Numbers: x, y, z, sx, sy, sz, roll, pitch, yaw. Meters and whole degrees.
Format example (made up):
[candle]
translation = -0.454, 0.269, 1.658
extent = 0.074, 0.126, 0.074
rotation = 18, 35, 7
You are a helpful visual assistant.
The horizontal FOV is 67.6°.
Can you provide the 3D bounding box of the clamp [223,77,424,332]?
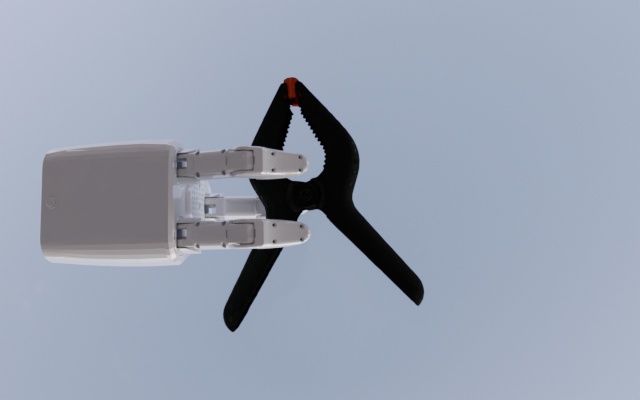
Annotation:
[clamp]
translation = 0.000, 0.001, 0.401
extent = 0.164, 0.210, 0.036
rotation = -2, -6, 1
